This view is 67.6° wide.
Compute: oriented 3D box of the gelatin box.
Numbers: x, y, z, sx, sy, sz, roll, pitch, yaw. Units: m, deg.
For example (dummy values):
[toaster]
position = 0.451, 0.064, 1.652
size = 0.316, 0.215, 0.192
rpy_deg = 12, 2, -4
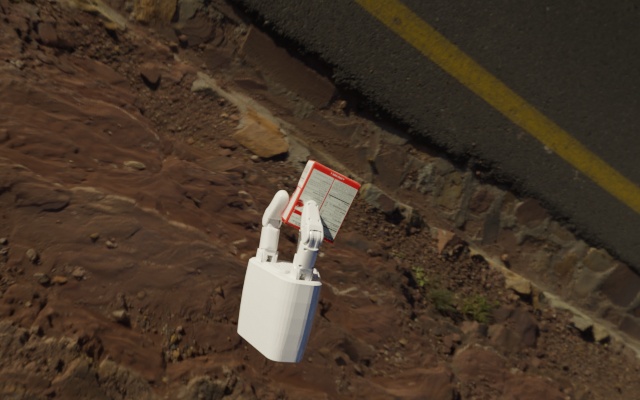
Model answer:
[gelatin box]
position = 0.000, 0.002, 0.628
size = 0.073, 0.089, 0.030
rpy_deg = 25, 3, -20
